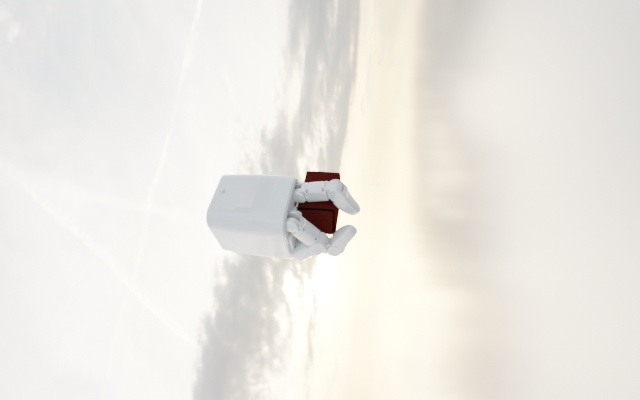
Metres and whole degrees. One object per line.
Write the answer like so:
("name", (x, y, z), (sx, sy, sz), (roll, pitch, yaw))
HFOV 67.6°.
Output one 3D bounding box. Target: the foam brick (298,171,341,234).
("foam brick", (0.000, 0.002, 0.684), (0.051, 0.053, 0.078), (3, 45, 8))
